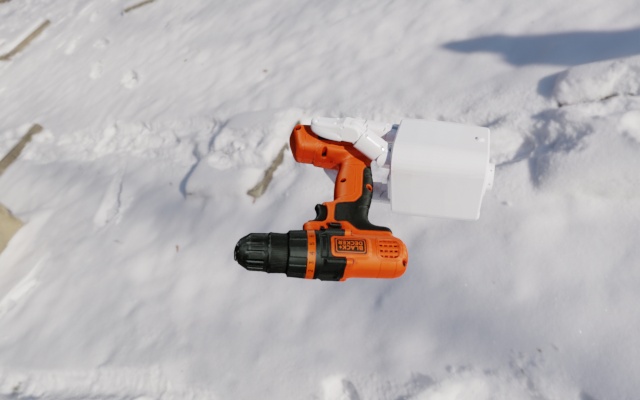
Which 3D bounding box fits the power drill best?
[{"bbox_3d":[0.000,0.001,0.544,0.184,0.187,0.057,5,-31,-9],"label":"power drill"}]
